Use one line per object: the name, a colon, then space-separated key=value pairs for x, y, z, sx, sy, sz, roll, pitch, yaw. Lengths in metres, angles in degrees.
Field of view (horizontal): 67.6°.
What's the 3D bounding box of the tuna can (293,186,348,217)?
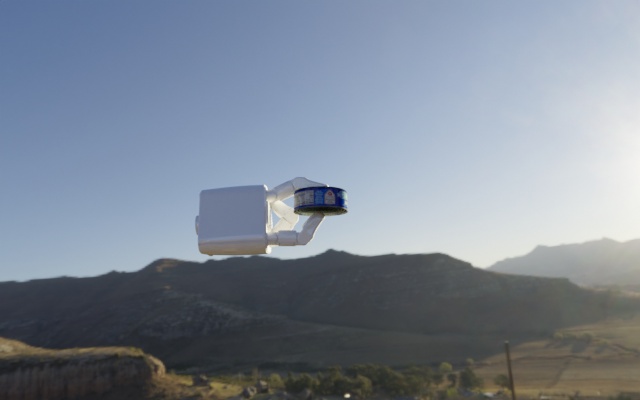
tuna can: x=0.000 y=0.002 z=0.752 sx=0.086 sy=0.033 sz=0.086 roll=-1 pitch=-11 yaw=0
